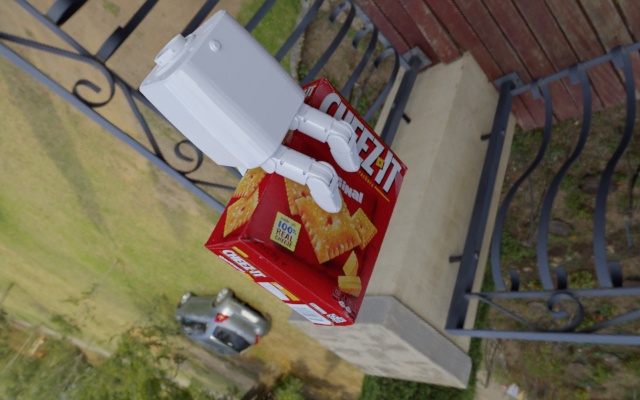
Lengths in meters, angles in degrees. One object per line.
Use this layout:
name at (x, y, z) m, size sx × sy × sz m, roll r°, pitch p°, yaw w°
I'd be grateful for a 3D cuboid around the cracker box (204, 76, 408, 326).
cracker box at (0.000, 0.002, 0.513) m, size 0.072 × 0.213 × 0.164 m, roll -12°, pitch -45°, yaw 46°
